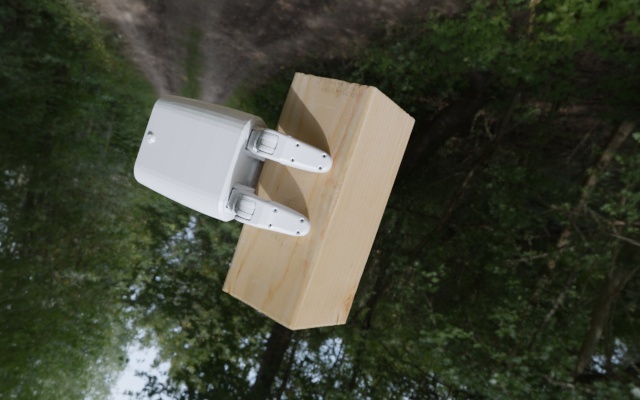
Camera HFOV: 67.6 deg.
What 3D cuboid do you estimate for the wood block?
[{"bbox_3d":[0.000,0.002,0.441,0.090,0.206,0.091,20,2,33],"label":"wood block"}]
